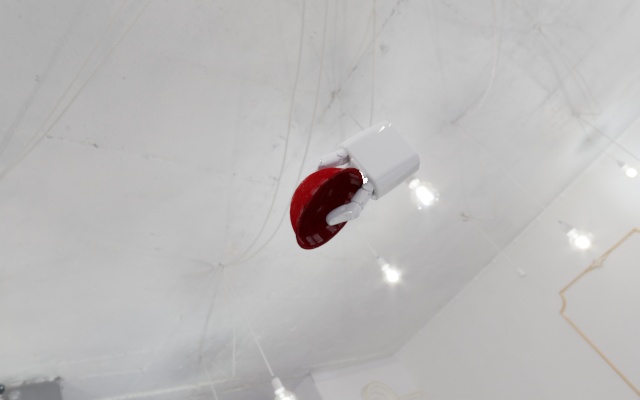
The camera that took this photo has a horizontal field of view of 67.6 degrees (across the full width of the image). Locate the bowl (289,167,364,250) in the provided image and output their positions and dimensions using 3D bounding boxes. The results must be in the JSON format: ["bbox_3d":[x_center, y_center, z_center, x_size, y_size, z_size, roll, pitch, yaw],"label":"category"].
[{"bbox_3d":[-0.001,0.003,0.805,0.055,0.162,0.162,36,19,28],"label":"bowl"}]
